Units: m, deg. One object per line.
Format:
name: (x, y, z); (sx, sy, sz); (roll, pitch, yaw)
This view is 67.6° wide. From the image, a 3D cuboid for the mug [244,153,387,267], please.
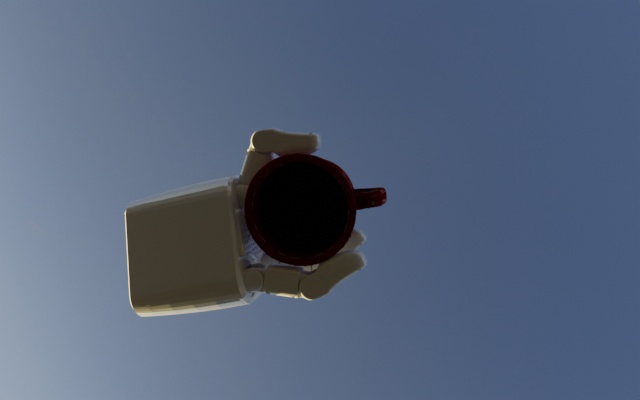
mug: (0.001, 0.001, 0.424); (0.117, 0.093, 0.081); (-10, 6, 10)
